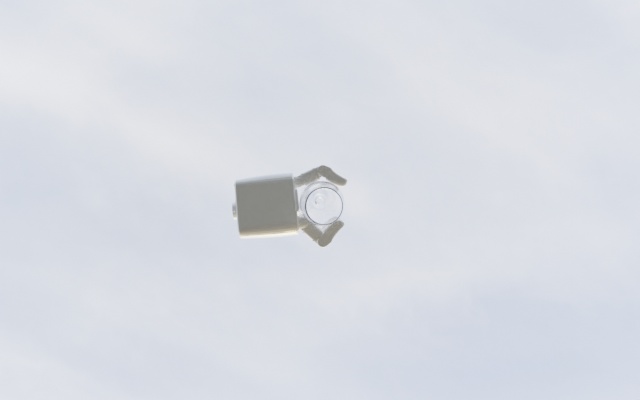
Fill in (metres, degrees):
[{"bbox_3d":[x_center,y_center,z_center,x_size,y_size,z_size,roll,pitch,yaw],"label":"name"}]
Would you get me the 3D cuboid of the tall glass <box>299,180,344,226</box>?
[{"bbox_3d":[0.000,0.003,0.864,0.079,0.079,0.201,0,4,-4],"label":"tall glass"}]
